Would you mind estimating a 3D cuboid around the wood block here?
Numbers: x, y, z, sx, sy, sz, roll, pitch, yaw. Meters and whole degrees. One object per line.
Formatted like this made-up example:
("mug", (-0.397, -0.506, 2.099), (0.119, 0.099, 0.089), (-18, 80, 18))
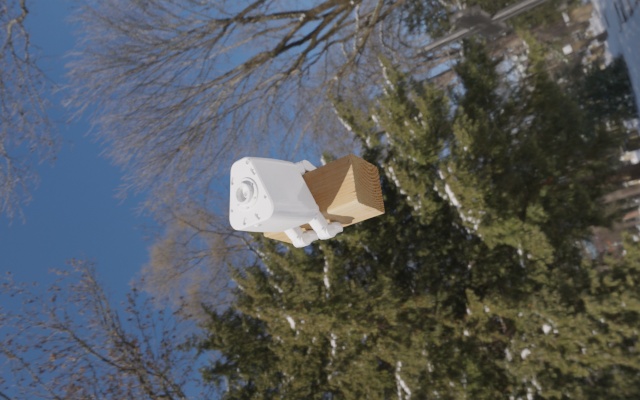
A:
("wood block", (0.000, 0.002, 0.857), (0.206, 0.090, 0.090), (-21, -25, 33))
